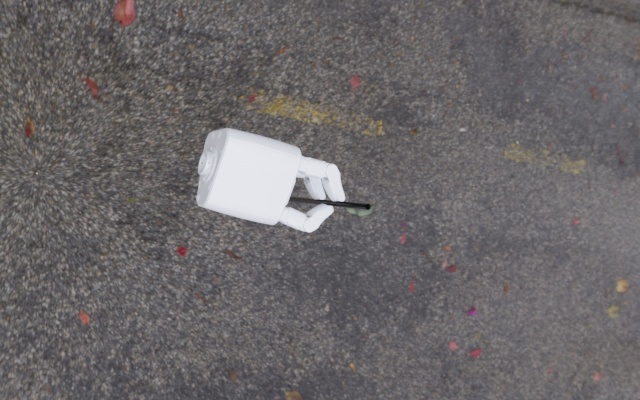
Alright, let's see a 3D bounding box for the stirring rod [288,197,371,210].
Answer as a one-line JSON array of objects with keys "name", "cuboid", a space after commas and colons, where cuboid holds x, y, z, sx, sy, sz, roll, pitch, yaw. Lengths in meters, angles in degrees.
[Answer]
[{"name": "stirring rod", "cuboid": [0.000, 0.002, 0.718, 0.011, 0.011, 0.239, 0, 3, -31]}]
